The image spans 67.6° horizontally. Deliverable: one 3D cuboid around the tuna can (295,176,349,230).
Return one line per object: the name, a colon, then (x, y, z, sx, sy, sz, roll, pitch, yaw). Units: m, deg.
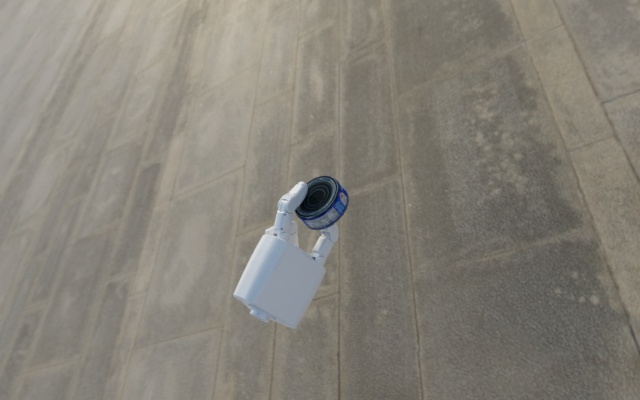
tuna can: (0.000, 0.002, 0.757, 0.086, 0.086, 0.034, 0, -35, 39)
